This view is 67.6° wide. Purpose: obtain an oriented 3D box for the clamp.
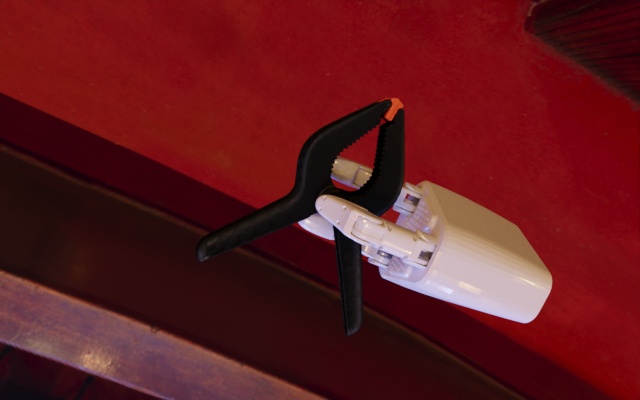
[{"bbox_3d":[0.001,0.001,0.410,0.164,0.210,0.036,22,9,-13],"label":"clamp"}]
